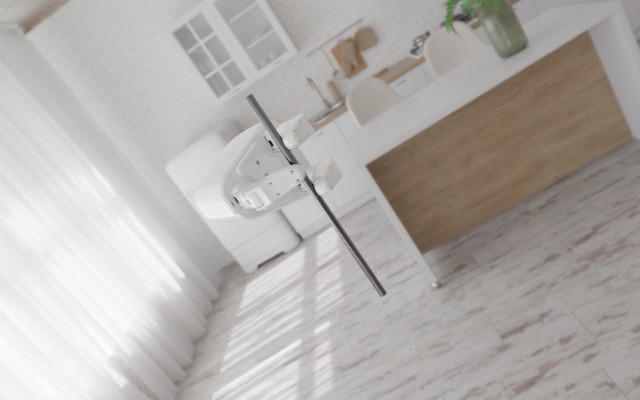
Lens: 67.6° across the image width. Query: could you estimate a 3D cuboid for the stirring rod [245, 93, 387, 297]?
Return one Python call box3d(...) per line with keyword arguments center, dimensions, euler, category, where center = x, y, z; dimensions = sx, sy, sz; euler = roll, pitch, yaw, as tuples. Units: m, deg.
box3d(center=(0.000, 0.002, 0.462), dimensions=(0.011, 0.239, 0.011), euler=(-31, 16, 10), category="stirring rod")
